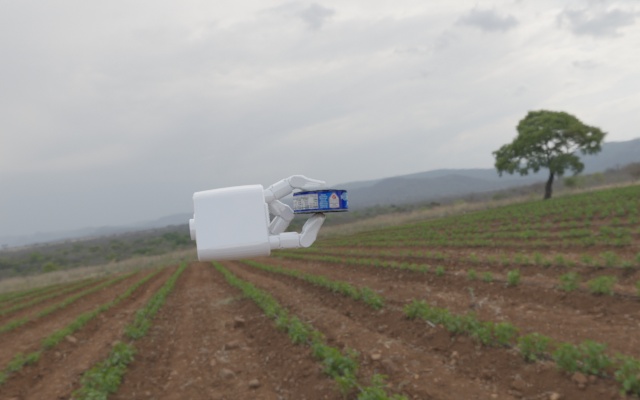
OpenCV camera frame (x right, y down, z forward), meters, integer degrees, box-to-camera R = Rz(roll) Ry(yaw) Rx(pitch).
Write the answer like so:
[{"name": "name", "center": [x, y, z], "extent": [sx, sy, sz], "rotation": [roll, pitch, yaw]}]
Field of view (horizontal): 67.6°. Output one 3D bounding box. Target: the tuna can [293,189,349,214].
[{"name": "tuna can", "center": [0.000, 0.002, 0.739], "extent": [0.086, 0.034, 0.086], "rotation": [-3, -3, 0]}]
